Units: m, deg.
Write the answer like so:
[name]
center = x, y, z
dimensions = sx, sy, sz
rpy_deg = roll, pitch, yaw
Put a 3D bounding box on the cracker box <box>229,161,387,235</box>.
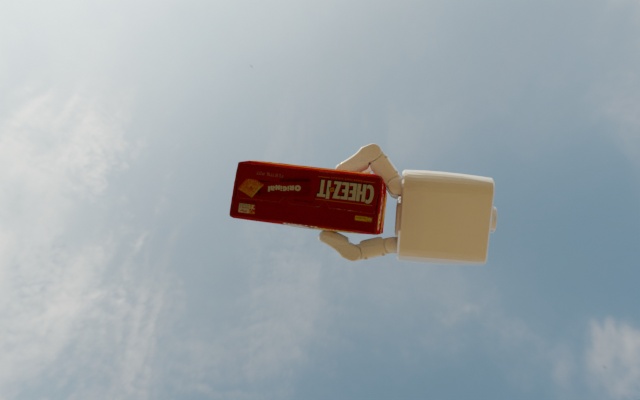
[cracker box]
center = 0.000, 0.002, 0.613
dimensions = 0.164, 0.072, 0.214
rpy_deg = 6, -4, 10
